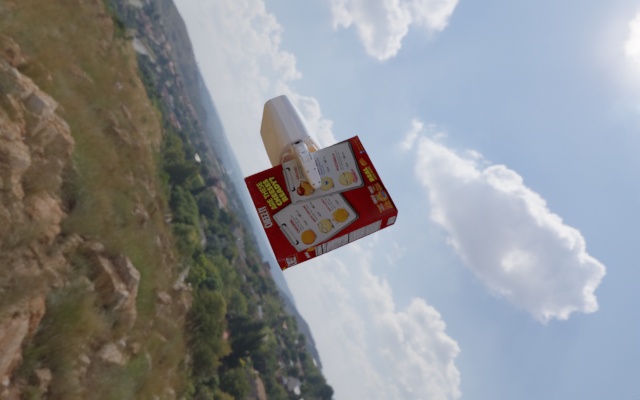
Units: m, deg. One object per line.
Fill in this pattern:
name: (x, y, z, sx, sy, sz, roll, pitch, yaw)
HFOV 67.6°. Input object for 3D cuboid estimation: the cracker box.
cracker box: (0.000, 0.003, 0.817, 0.213, 0.164, 0.072, -22, -24, -7)
